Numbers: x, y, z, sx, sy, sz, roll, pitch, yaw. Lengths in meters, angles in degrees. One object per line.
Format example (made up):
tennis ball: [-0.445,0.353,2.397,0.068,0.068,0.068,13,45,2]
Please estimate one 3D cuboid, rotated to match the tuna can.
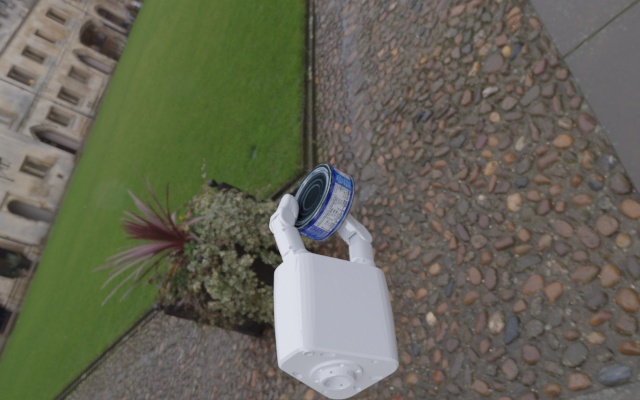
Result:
tuna can: [0.000,0.002,0.548,0.034,0.086,0.086,28,-12,-25]
